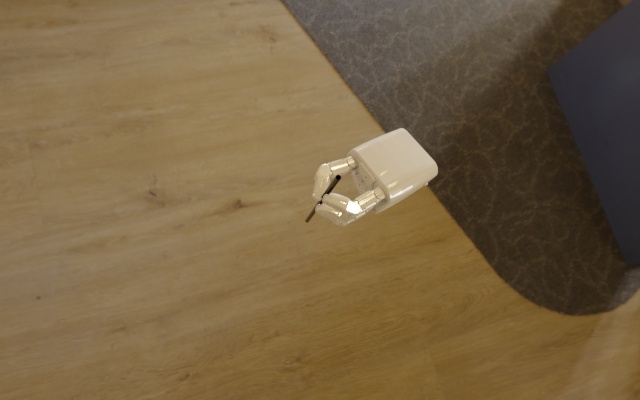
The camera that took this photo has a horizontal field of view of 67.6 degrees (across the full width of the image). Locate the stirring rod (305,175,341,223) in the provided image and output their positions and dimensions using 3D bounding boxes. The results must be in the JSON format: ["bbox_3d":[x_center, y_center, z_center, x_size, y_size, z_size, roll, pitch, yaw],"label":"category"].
[{"bbox_3d":[0.000,0.003,0.782,0.011,0.011,0.239,0,-17,-13],"label":"stirring rod"}]
